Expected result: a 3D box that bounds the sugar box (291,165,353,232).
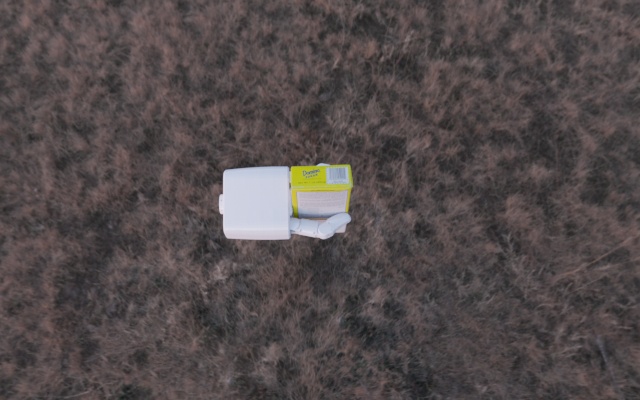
[{"bbox_3d":[0.000,0.002,0.789,0.093,0.048,0.176,-1,-24,-2],"label":"sugar box"}]
